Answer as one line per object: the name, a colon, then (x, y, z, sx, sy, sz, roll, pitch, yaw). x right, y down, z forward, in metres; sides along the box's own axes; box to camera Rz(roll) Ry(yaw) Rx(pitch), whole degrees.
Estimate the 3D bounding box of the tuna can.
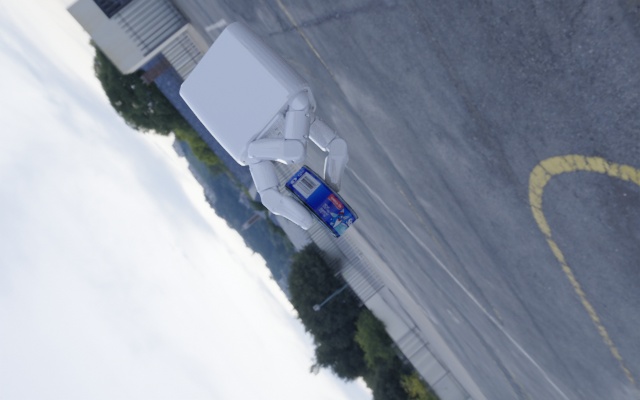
tuna can: (0.000, 0.002, 0.531, 0.086, 0.034, 0.086, 44, -4, 4)
